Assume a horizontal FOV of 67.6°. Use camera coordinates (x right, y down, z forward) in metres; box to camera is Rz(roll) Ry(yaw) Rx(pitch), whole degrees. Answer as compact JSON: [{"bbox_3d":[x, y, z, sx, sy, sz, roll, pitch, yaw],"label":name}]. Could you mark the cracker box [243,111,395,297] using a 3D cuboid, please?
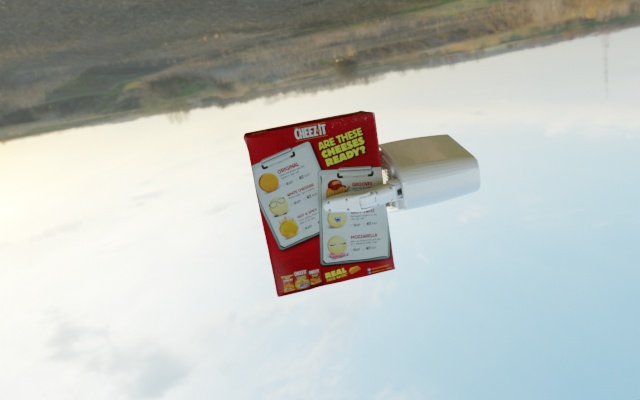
[{"bbox_3d":[0.000,0.002,0.630,0.164,0.214,0.072,-12,14,-8],"label":"cracker box"}]
